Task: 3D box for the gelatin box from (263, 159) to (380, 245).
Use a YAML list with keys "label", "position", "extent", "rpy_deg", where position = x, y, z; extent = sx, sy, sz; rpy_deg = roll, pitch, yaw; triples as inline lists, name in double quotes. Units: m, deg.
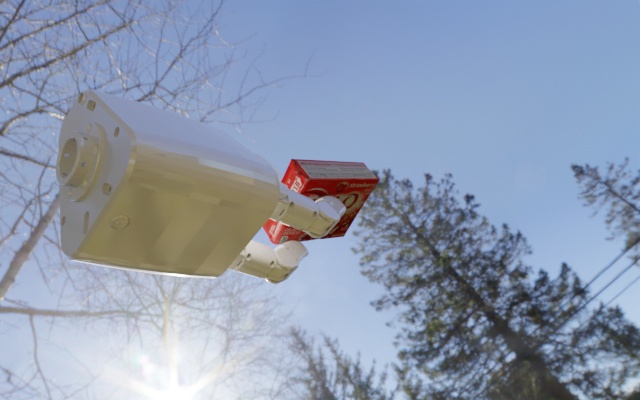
- label: "gelatin box"
  position: [0.000, 0.001, 0.427]
  extent: [0.089, 0.073, 0.030]
  rpy_deg: [-2, 42, -43]
